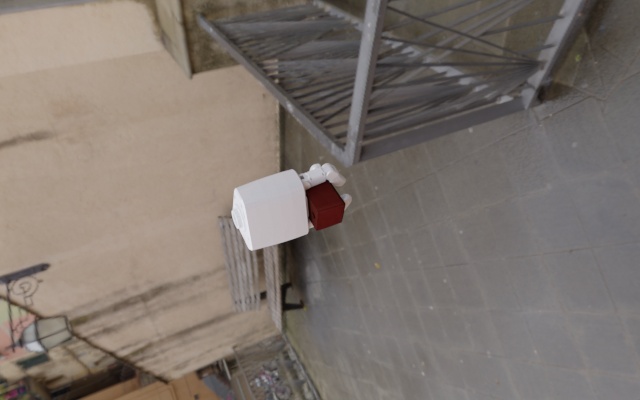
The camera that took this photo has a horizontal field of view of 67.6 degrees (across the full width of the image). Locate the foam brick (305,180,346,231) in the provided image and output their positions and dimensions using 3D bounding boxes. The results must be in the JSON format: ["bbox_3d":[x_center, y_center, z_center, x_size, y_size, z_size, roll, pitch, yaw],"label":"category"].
[{"bbox_3d":[0.000,0.003,0.815,0.051,0.078,0.053,-18,-38,-20],"label":"foam brick"}]
